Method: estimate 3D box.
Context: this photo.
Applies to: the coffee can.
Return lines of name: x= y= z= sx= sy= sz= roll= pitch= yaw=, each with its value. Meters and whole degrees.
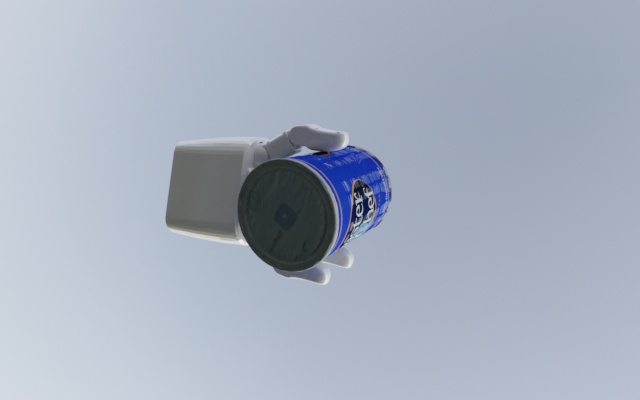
coffee can: x=0.000 y=0.002 z=0.480 sx=0.103 sy=0.103 sz=0.140 roll=0 pitch=11 yaw=28
